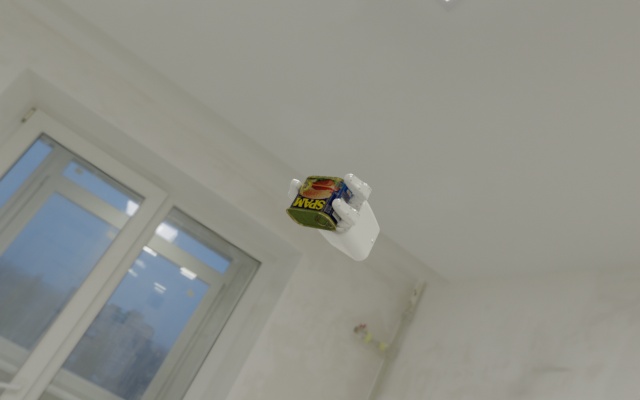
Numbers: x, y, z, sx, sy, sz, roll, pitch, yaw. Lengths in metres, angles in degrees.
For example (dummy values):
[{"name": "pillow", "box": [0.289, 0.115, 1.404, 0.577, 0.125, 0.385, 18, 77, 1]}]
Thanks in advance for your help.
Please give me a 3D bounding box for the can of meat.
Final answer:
[{"name": "can of meat", "box": [0.000, 0.003, 0.881, 0.102, 0.084, 0.057, 7, -32, 39]}]
